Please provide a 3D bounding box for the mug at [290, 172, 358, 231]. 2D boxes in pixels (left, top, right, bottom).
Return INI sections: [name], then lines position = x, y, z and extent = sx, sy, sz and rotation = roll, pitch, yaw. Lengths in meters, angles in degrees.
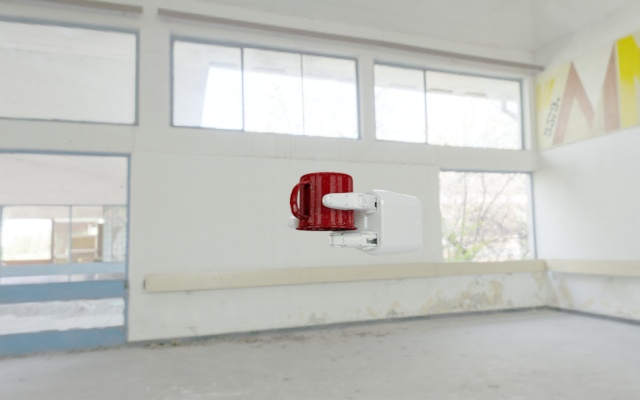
[mug]
position = -0.001, 0.002, 0.707
extent = 0.117, 0.081, 0.093
rotation = 6, -9, -43
